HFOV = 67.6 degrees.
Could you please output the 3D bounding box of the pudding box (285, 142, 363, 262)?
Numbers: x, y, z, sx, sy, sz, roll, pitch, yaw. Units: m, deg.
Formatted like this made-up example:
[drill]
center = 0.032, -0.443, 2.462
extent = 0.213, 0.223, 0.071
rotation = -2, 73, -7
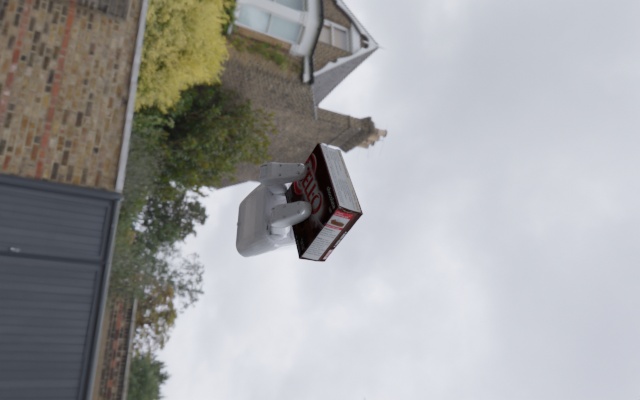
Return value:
[pudding box]
center = 0.000, 0.002, 0.562
extent = 0.039, 0.113, 0.090
rotation = 13, -50, -29
